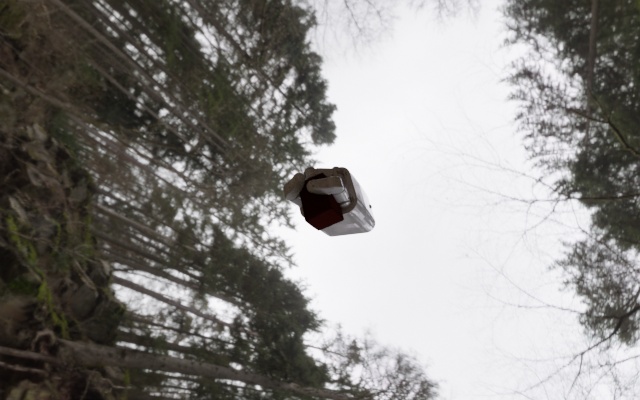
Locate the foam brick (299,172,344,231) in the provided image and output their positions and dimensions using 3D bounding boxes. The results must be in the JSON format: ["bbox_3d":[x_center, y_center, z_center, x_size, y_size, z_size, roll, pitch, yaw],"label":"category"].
[{"bbox_3d":[0.000,0.003,0.815,0.053,0.078,0.051,-24,-35,16],"label":"foam brick"}]
